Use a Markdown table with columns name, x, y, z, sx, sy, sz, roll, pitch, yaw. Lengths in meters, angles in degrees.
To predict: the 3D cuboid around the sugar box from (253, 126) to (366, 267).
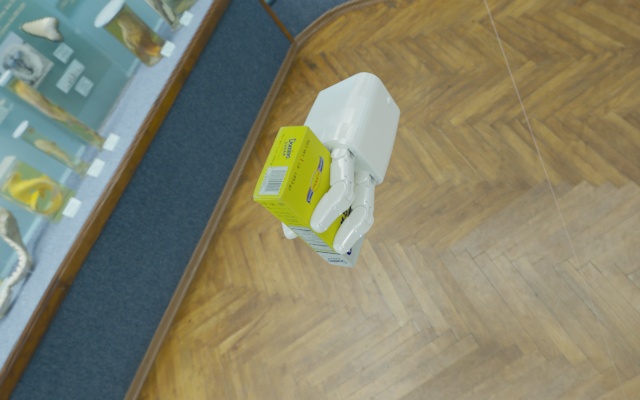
| name | x | y | z | sx | sy | sz | roll | pitch | yaw |
| --- | --- | --- | --- | --- | --- | --- | --- | --- | --- |
| sugar box | 0.001 | 0.002 | 0.561 | 0.048 | 0.093 | 0.176 | 2 | -28 | 37 |
